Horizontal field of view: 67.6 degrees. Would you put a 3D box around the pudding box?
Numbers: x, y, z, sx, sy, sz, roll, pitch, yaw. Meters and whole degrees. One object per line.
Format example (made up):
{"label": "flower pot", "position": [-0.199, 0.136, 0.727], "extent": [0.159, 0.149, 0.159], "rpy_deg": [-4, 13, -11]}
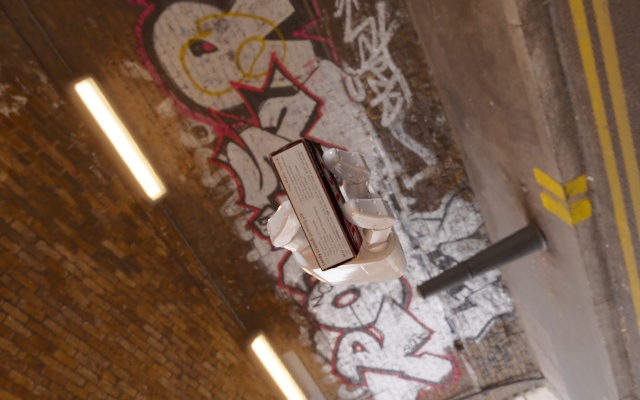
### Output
{"label": "pudding box", "position": [0.000, 0.002, 0.440], "extent": [0.039, 0.113, 0.090], "rpy_deg": [-26, 0, 8]}
